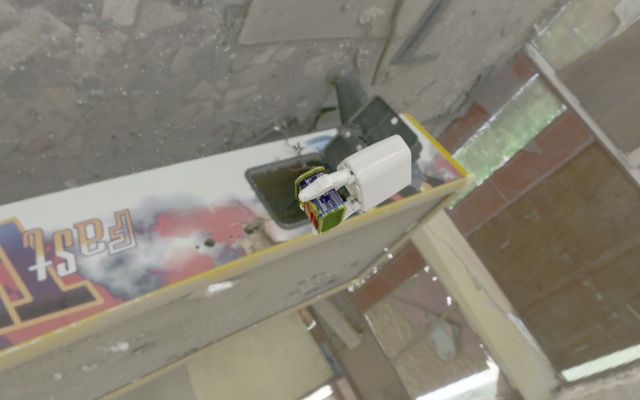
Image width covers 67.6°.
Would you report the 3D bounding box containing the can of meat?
[{"bbox_3d":[0.000,0.003,0.836,0.057,0.084,0.102,-27,-18,-13],"label":"can of meat"}]
